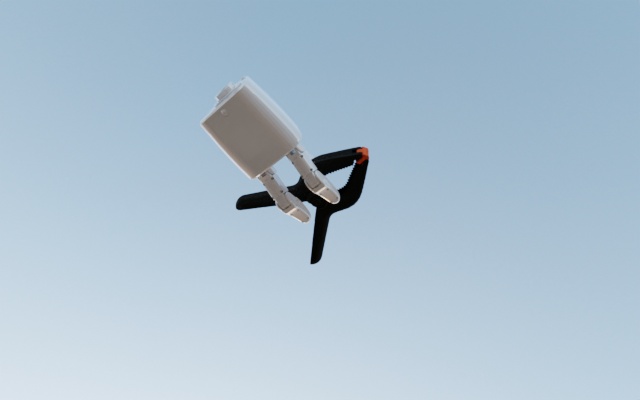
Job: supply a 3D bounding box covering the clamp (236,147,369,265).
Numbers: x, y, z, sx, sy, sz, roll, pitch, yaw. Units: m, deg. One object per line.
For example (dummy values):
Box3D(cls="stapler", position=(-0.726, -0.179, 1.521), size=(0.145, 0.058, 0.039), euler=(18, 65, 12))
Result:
Box3D(cls="clamp", position=(0.000, 0.001, 0.713), size=(0.210, 0.165, 0.036), euler=(-35, 24, 22))
